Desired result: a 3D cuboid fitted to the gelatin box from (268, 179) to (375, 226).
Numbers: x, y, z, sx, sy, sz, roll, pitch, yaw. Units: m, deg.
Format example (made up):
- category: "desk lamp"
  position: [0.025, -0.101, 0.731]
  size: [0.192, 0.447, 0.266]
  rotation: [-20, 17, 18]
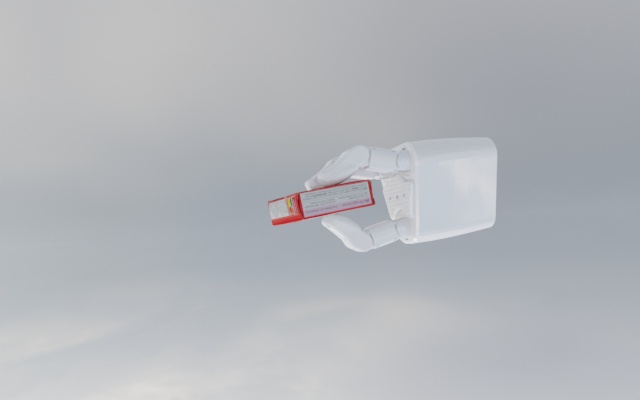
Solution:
- category: "gelatin box"
  position: [0.000, 0.002, 0.499]
  size: [0.089, 0.030, 0.073]
  rotation: [-12, -1, -30]
